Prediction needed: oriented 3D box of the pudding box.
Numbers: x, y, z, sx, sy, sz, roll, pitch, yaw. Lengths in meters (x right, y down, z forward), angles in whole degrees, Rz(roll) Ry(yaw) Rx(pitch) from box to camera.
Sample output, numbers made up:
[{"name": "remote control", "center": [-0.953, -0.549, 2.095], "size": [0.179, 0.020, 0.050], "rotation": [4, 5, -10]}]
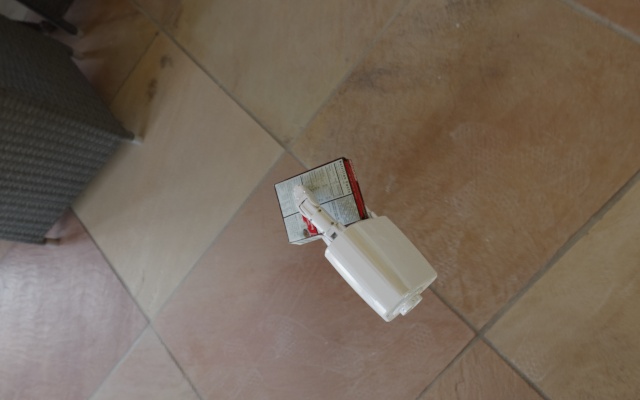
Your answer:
[{"name": "pudding box", "center": [0.000, 0.002, 0.645], "size": [0.113, 0.090, 0.039], "rotation": [-19, -12, 20]}]
